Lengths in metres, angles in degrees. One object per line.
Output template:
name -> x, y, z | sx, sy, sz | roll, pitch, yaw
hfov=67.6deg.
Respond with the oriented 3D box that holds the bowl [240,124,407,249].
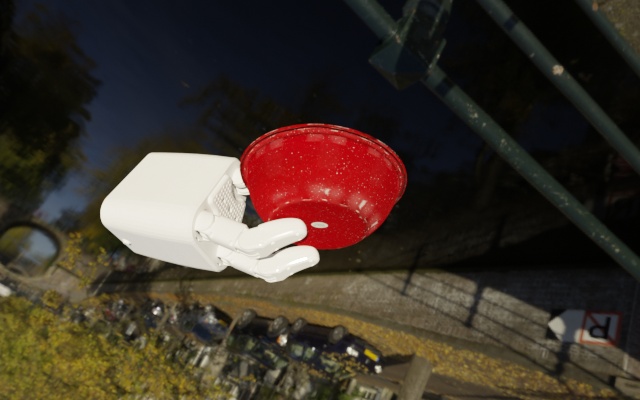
bowl -> 0.001, 0.002, 0.448 | 0.162, 0.055, 0.162 | 4, -33, 2
